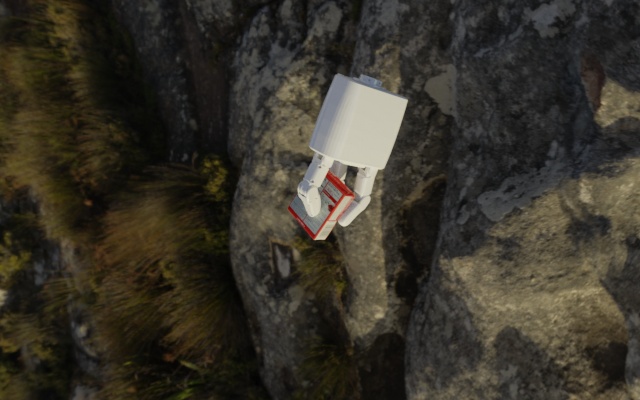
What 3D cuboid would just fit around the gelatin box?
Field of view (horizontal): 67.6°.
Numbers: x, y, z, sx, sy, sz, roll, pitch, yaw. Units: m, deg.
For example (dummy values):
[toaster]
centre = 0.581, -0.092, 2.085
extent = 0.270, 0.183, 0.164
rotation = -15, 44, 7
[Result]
[gelatin box]
centre = 0.000, 0.003, 0.708
extent = 0.030, 0.089, 0.073
rotation = 5, 35, -51
